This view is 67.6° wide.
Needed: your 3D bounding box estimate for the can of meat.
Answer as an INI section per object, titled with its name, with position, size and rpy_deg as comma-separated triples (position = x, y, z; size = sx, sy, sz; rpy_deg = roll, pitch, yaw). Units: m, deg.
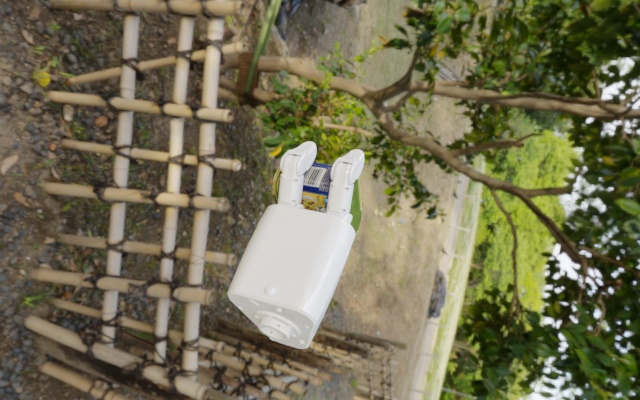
[can of meat]
position = 0.000, 0.002, 0.551
size = 0.084, 0.057, 0.102
rpy_deg = 11, -39, 19
